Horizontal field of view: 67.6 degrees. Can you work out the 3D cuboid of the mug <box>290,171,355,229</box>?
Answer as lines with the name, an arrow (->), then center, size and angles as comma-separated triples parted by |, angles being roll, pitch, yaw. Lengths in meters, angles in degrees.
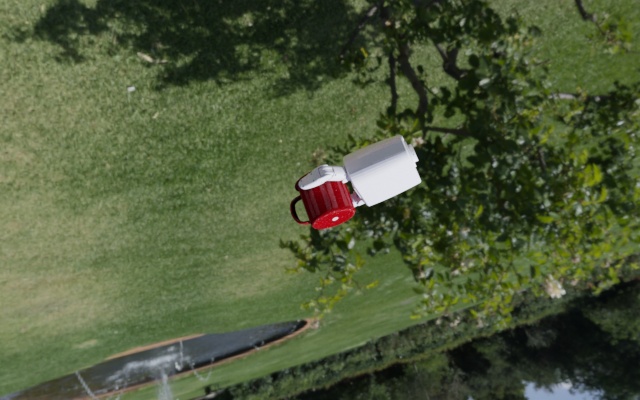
mug -> -0.001, 0.003, 0.837 | 0.117, 0.081, 0.093 | -25, -21, 14
